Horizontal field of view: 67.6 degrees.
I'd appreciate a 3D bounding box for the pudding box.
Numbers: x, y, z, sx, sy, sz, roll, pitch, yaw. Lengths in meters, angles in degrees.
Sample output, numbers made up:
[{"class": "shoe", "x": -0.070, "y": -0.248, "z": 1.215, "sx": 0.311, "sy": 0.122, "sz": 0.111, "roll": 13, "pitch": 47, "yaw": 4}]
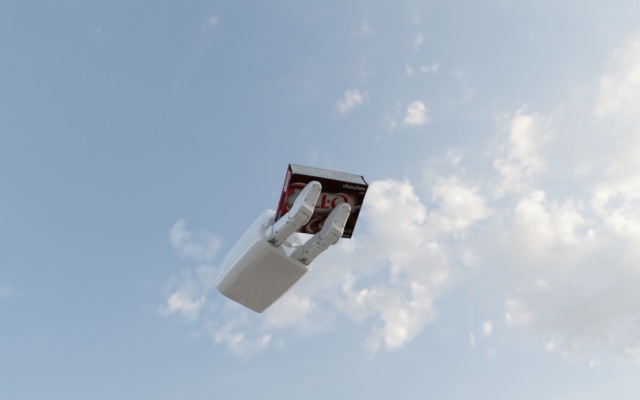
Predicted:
[{"class": "pudding box", "x": 0.000, "y": 0.002, "z": 0.667, "sx": 0.113, "sy": 0.090, "sz": 0.039, "roll": 7, "pitch": 29, "yaw": -18}]
